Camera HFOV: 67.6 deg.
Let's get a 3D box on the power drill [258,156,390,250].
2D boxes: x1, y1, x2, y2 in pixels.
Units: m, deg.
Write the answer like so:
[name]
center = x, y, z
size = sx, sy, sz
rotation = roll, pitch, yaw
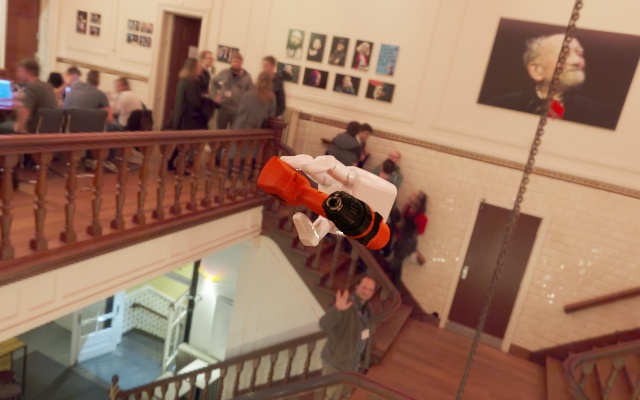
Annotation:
[power drill]
center = 0.000, 0.002, 0.690
size = 0.187, 0.057, 0.184
rotation = 30, -5, 30
